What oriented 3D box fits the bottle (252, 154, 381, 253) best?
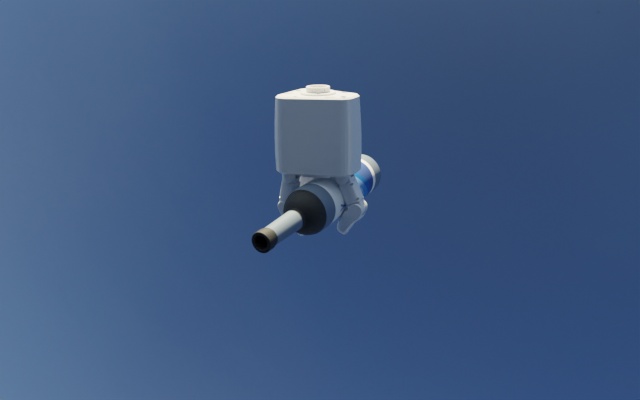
[{"bbox_3d":[0.000,0.002,0.678,0.069,0.069,0.295,0,19,30],"label":"bottle"}]
